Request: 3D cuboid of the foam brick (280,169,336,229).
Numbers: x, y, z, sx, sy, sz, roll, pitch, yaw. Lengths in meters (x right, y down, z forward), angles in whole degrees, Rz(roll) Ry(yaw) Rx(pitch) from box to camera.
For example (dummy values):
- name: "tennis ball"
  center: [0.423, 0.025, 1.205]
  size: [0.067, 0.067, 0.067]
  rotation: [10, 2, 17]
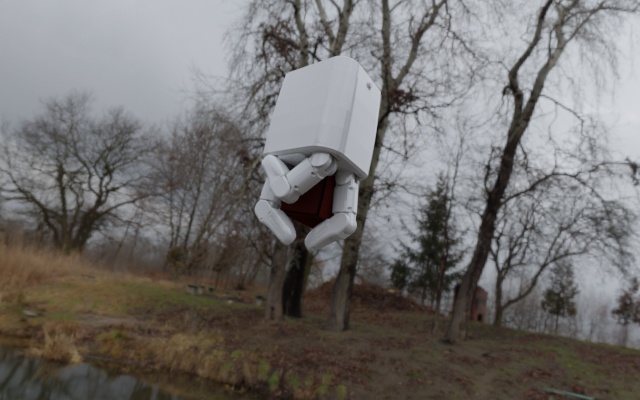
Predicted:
- name: "foam brick"
  center: [0.000, 0.002, 0.544]
  size: [0.053, 0.051, 0.078]
  rotation: [4, -15, 31]
